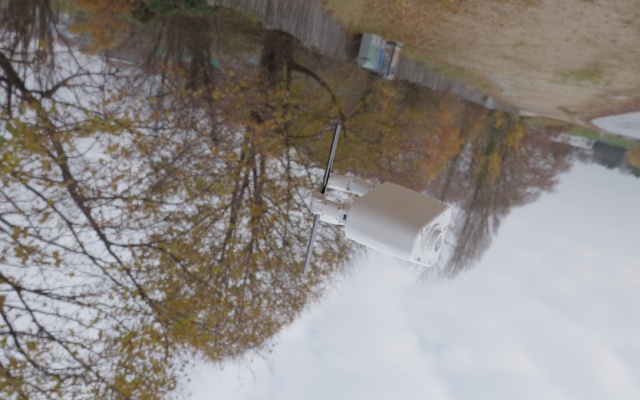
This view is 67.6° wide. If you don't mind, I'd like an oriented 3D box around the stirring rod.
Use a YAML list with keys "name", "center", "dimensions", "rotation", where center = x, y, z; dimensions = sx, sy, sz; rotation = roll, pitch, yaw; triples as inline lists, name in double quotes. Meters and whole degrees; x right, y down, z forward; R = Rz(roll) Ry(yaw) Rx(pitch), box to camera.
- name: "stirring rod"
  center: [0.000, 0.002, 0.730]
  dimensions: [0.011, 0.239, 0.011]
  rotation: [12, 14, -3]
